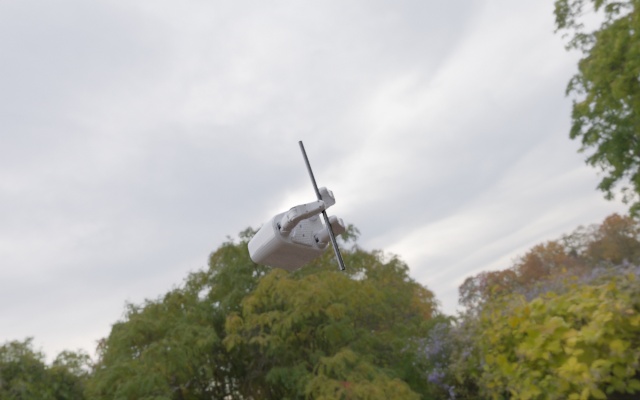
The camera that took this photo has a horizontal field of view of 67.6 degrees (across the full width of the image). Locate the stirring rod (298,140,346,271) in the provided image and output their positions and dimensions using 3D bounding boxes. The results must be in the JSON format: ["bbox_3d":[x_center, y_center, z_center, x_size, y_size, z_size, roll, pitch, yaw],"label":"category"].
[{"bbox_3d":[0.000,0.003,0.794,0.011,0.239,0.011,-16,-22,-7],"label":"stirring rod"}]
